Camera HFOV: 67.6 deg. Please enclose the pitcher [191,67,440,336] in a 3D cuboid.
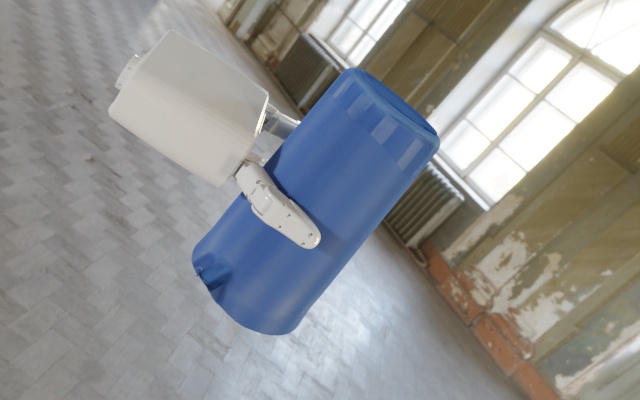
[{"bbox_3d":[0.000,0.001,0.463,0.145,0.243,0.149,33,20,-20],"label":"pitcher"}]
